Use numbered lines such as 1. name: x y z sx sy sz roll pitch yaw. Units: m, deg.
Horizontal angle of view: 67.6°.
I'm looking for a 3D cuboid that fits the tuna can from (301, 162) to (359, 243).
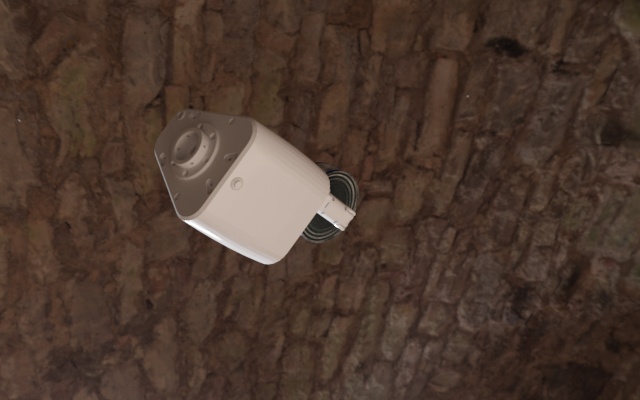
1. tuna can: 0.000 0.002 0.530 0.086 0.086 0.033 0 23 -44
